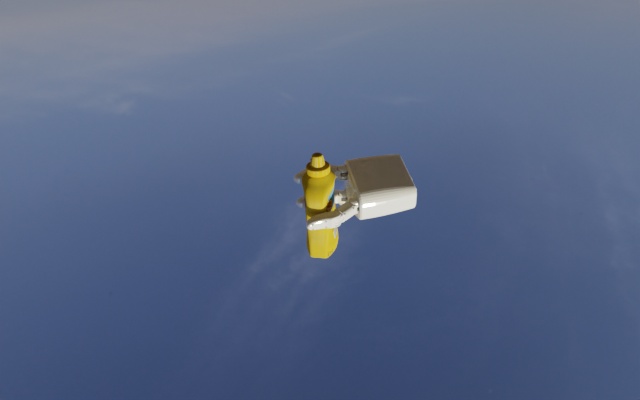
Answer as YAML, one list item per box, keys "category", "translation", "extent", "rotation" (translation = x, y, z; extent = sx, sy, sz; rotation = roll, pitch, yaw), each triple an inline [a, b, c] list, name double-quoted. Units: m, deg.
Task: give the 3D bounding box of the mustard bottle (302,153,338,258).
- category: "mustard bottle"
  translation: [0.000, 0.003, 0.848]
  extent: [0.058, 0.192, 0.096]
  rotation: [4, 35, 11]
